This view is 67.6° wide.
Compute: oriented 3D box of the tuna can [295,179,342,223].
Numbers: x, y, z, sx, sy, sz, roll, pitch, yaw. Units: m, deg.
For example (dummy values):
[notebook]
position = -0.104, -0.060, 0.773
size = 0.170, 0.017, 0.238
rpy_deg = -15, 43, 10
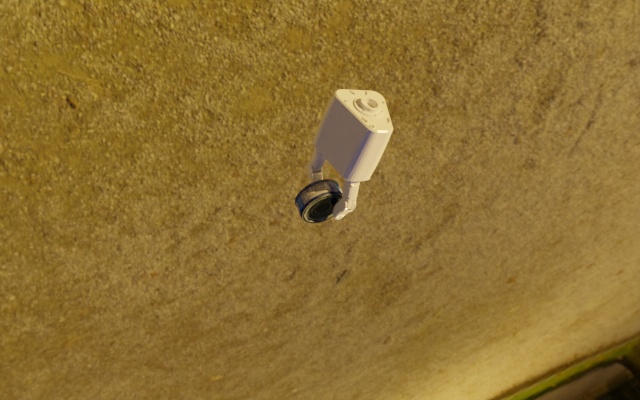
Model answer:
[tuna can]
position = 0.000, 0.003, 0.838
size = 0.086, 0.033, 0.086
rpy_deg = -19, -31, -12
